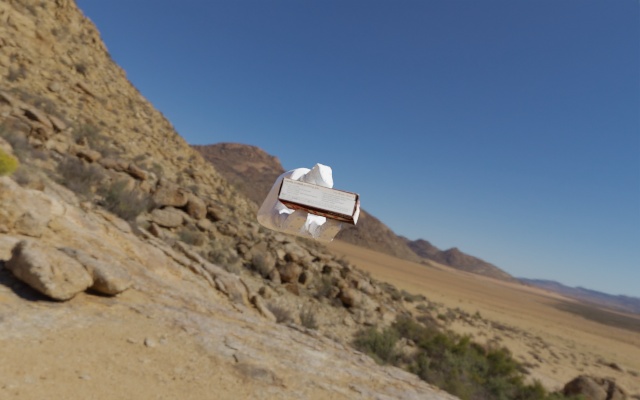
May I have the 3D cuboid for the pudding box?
[{"bbox_3d":[0.000,0.002,0.699,0.113,0.039,0.090,11,-7,8],"label":"pudding box"}]
